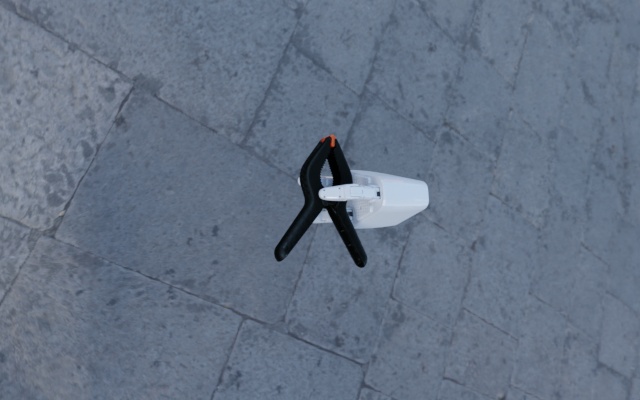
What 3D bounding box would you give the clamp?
[{"bbox_3d":[0.001,0.002,0.733,0.164,0.210,0.036,1,-7,-35],"label":"clamp"}]
